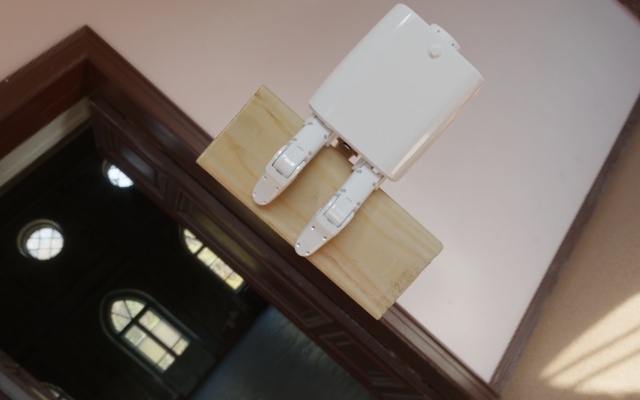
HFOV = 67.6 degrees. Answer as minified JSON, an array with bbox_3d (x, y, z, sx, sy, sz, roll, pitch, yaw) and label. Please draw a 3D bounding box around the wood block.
[{"bbox_3d":[0.000,0.001,0.447,0.206,0.090,0.091,42,2,-3],"label":"wood block"}]
